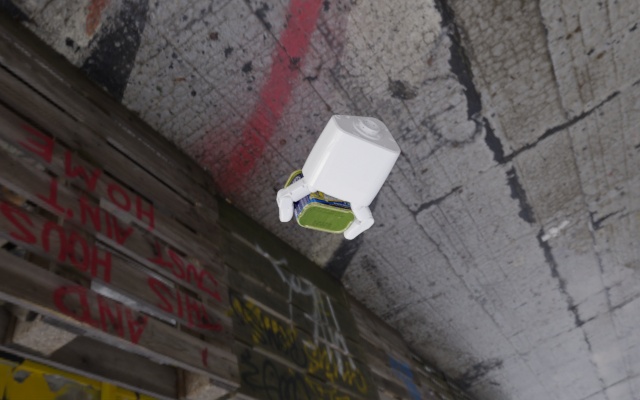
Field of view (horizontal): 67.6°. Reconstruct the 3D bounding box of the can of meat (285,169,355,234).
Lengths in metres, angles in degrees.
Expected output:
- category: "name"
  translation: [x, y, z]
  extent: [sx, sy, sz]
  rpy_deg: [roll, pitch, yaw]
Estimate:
- category: "can of meat"
  translation: [0.000, 0.003, 0.788]
  extent: [0.102, 0.057, 0.084]
  rpy_deg: [12, 37, -30]
